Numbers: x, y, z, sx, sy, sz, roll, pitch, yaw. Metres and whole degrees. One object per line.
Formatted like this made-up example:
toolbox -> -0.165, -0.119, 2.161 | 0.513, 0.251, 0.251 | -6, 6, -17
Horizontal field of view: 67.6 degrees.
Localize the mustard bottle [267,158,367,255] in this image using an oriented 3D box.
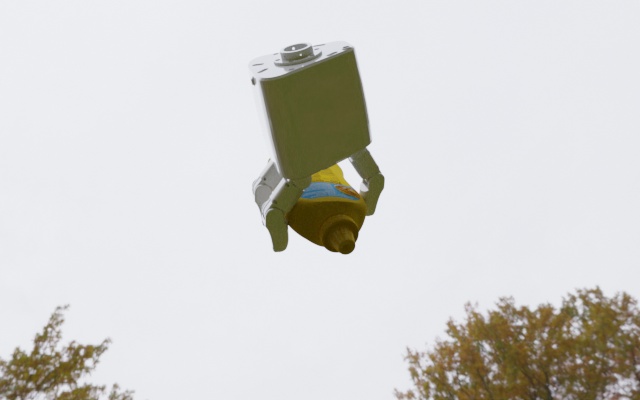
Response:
mustard bottle -> 0.000, 0.002, 0.552 | 0.096, 0.058, 0.191 | 3, 26, -20
